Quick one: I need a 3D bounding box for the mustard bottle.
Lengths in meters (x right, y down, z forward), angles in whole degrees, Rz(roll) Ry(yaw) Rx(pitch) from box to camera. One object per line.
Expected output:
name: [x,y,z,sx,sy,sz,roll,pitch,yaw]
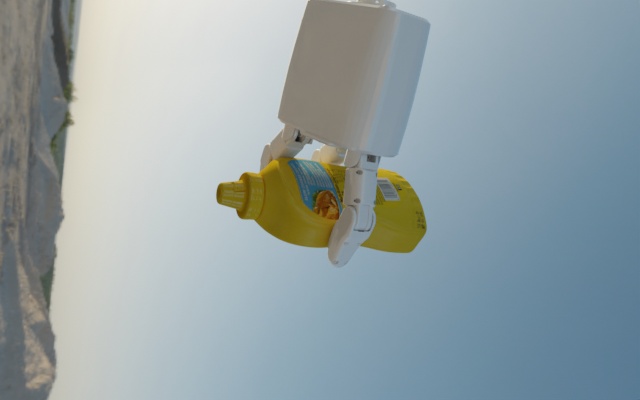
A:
mustard bottle: [0.000,0.002,0.440,0.191,0.058,0.096,6,42,-28]
